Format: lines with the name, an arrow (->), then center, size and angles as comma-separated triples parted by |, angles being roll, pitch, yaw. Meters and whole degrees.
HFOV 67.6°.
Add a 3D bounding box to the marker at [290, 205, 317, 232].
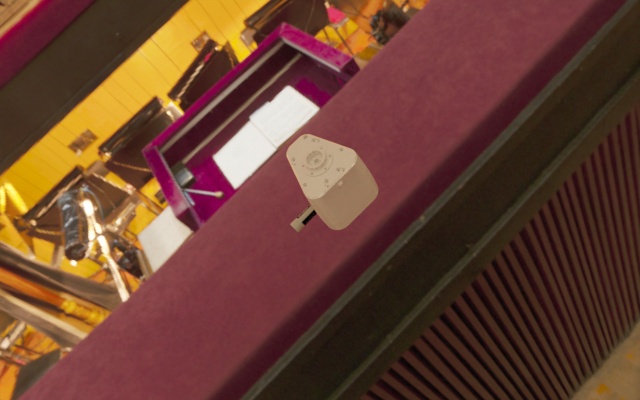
marker -> 0.000, 0.003, 0.774 | 0.020, 0.121, 0.020 | 45, -3, 4
